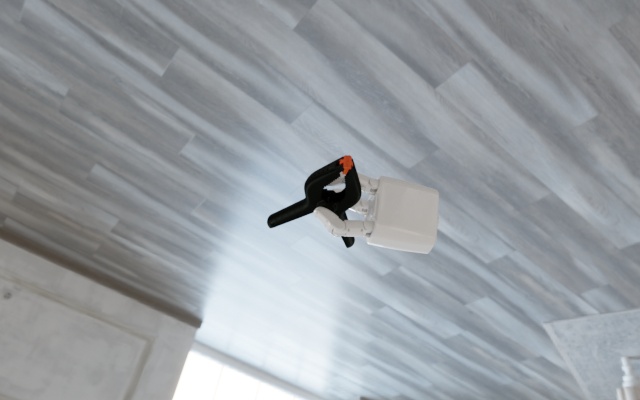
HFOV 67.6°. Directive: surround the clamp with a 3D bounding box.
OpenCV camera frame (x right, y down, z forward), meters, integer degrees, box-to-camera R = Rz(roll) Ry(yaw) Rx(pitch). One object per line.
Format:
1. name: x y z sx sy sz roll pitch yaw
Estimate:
1. clamp: 0.000 0.003 0.801 0.164 0.036 0.210 10 -41 -6
